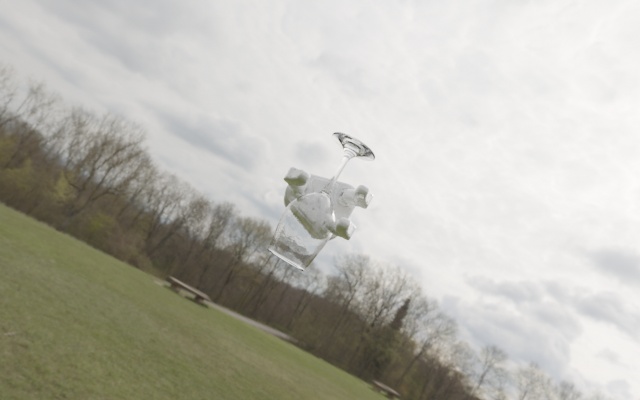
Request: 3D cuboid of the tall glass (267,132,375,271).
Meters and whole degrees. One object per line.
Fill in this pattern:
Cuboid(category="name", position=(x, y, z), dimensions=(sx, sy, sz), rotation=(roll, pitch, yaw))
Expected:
Cuboid(category="tall glass", position=(0.000, 0.002, 0.703), dimensions=(0.079, 0.201, 0.079), rotation=(30, -11, 6))
